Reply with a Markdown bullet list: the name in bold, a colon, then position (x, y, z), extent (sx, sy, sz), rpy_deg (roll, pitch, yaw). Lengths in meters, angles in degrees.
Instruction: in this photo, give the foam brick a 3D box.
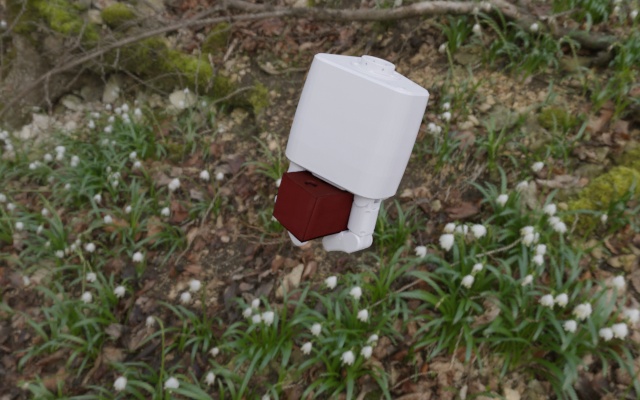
- **foam brick**: position (0.000, 0.002, 0.482), extent (0.078, 0.051, 0.053), rpy_deg (-11, 38, -43)
